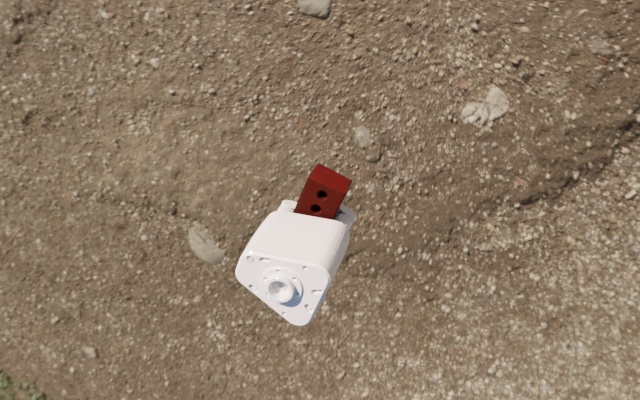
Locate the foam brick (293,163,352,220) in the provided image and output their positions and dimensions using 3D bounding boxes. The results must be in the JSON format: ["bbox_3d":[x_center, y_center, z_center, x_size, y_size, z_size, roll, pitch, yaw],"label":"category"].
[{"bbox_3d":[0.000,0.002,0.631,0.053,0.078,0.051,25,27,3],"label":"foam brick"}]
